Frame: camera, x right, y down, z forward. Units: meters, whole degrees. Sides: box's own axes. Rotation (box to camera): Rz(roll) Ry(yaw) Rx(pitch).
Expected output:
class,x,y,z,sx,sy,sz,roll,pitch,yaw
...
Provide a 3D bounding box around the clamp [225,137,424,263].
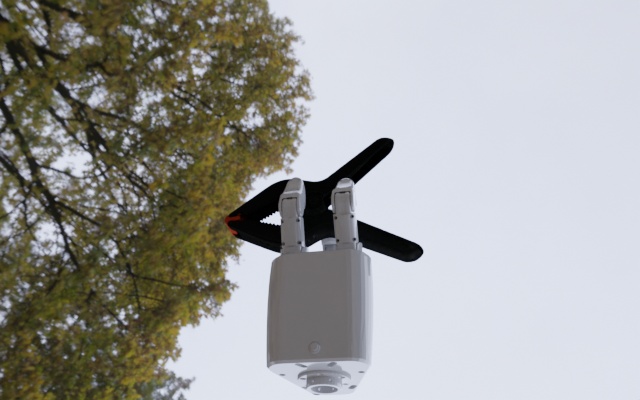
class,x,y,z,sx,sy,sz,roll,pitch,yaw
clamp,0.000,0.002,0.532,0.210,0.164,0.036,-6,-38,9
